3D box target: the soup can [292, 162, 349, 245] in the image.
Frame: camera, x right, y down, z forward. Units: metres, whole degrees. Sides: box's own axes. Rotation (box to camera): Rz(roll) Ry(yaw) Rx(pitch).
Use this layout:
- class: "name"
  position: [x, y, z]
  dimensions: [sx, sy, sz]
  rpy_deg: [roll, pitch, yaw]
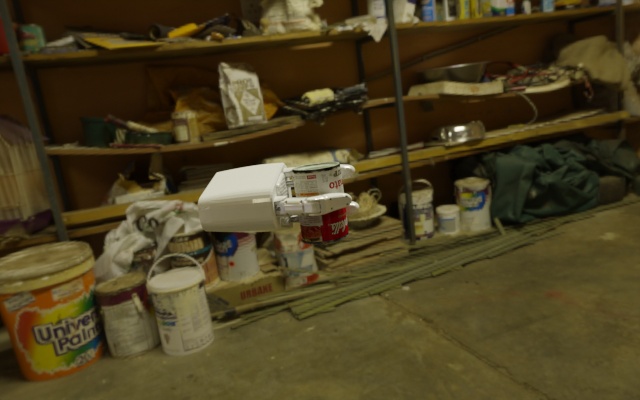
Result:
- class: "soup can"
  position: [0.001, 0.002, 0.658]
  dimensions: [0.068, 0.102, 0.068]
  rpy_deg: [-7, 12, 1]
